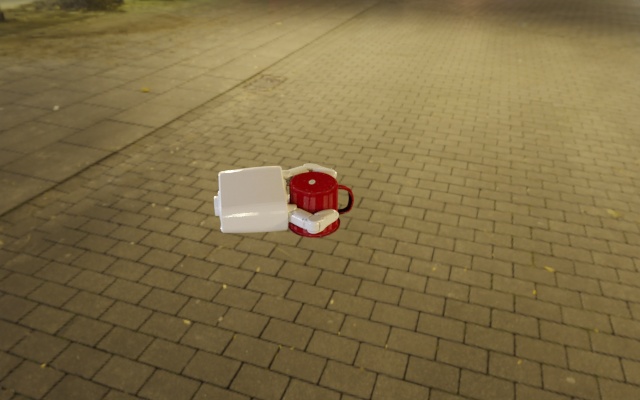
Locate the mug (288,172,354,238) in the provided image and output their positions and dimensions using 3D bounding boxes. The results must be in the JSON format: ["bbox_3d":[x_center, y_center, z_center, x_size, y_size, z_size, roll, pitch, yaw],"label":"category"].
[{"bbox_3d":[0.002,0.002,0.807,0.117,0.081,0.093,-5,31,-10],"label":"mug"}]
